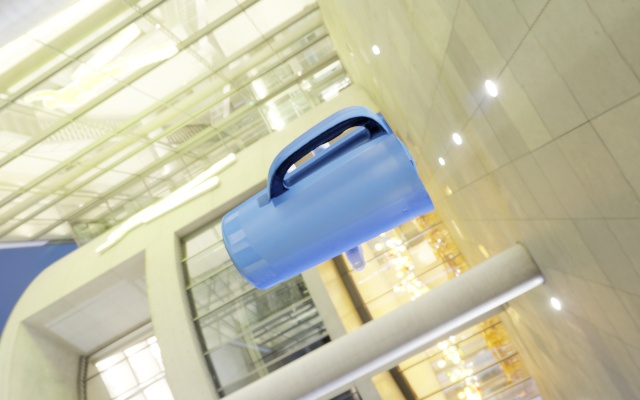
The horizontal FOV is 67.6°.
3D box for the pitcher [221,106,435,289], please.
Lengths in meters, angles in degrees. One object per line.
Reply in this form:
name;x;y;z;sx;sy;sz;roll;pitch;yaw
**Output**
pitcher;0.000;0.002;0.579;0.243;0.149;0.145;-30;-2;8
